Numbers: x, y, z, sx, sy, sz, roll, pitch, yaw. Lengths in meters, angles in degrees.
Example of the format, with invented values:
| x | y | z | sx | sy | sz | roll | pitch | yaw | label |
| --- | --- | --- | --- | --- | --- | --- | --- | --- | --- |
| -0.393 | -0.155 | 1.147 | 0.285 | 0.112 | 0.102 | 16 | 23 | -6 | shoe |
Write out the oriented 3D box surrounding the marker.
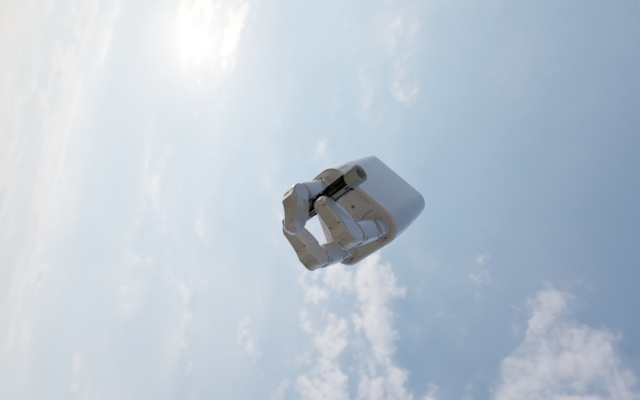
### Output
| x | y | z | sx | sy | sz | roll | pitch | yaw | label |
| --- | --- | --- | --- | --- | --- | --- | --- | --- | --- |
| 0.000 | 0.002 | 0.504 | 0.020 | 0.020 | 0.121 | 0 | -29 | -48 | marker |
